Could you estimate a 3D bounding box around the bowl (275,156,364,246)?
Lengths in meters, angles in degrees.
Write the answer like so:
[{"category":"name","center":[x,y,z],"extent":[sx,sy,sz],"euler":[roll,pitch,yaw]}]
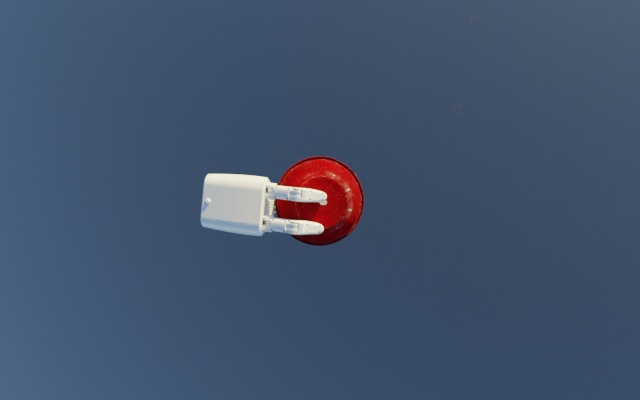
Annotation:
[{"category":"bowl","center":[0.001,0.003,0.834],"extent":[0.162,0.162,0.055],"euler":[0,3,-4]}]
